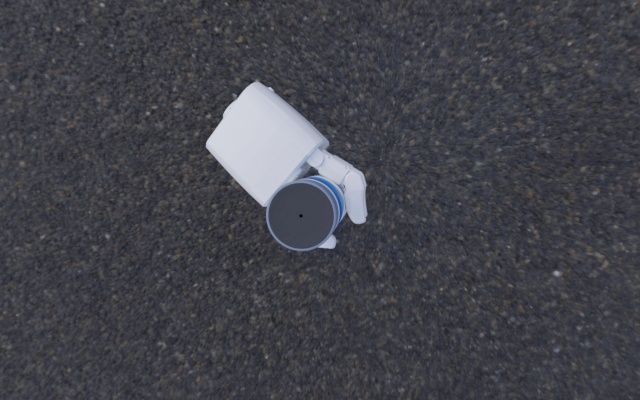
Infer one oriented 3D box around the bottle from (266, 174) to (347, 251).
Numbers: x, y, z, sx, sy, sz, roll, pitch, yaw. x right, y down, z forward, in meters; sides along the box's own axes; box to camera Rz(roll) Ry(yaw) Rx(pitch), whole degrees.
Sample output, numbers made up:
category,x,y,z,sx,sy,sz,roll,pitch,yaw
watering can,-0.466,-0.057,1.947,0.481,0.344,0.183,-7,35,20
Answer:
category,x,y,z,sx,sy,sz,roll,pitch,yaw
bottle,0.000,0.002,0.587,0.069,0.069,0.295,0,5,7
